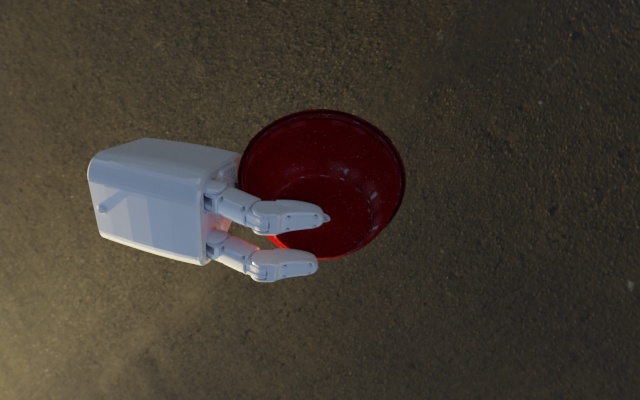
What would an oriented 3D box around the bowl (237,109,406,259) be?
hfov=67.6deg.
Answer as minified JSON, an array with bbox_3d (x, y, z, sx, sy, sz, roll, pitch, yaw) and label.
[{"bbox_3d":[0.001,0.002,0.437,0.162,0.162,0.055,0,35,1],"label":"bowl"}]
